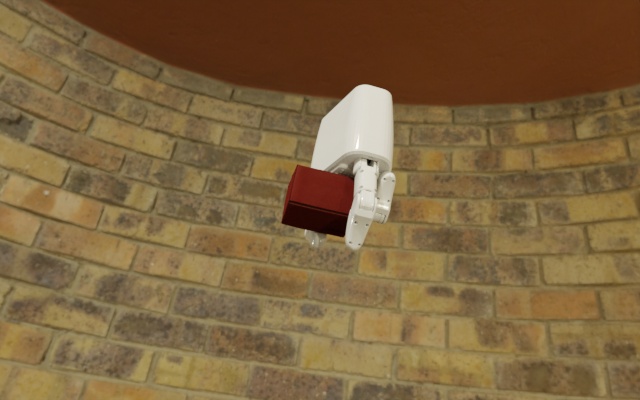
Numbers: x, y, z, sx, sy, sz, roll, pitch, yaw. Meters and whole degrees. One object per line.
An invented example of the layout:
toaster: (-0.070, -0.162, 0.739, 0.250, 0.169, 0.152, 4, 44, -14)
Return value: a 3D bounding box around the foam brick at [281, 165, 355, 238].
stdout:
foam brick: (0.000, 0.002, 0.538, 0.078, 0.051, 0.053, 13, -31, -10)
